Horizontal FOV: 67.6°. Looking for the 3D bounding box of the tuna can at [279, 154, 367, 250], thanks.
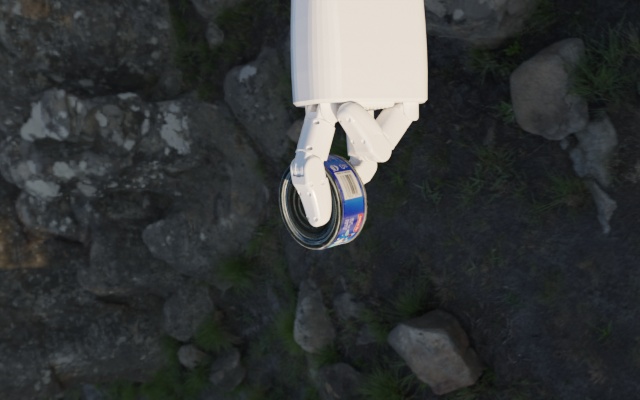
[{"bbox_3d":[0.000,0.002,0.438,0.034,0.086,0.086,-13,8,-42],"label":"tuna can"}]
